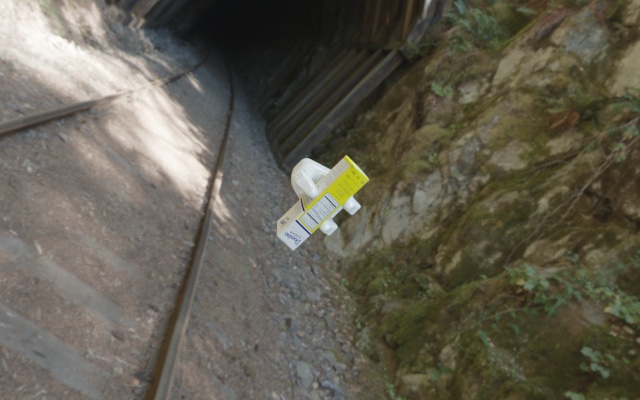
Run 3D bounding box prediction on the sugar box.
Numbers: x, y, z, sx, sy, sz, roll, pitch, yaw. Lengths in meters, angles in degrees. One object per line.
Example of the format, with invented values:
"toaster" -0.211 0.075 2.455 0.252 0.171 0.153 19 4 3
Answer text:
"sugar box" 0.001 0.003 0.827 0.048 0.176 0.093 43 7 -13
